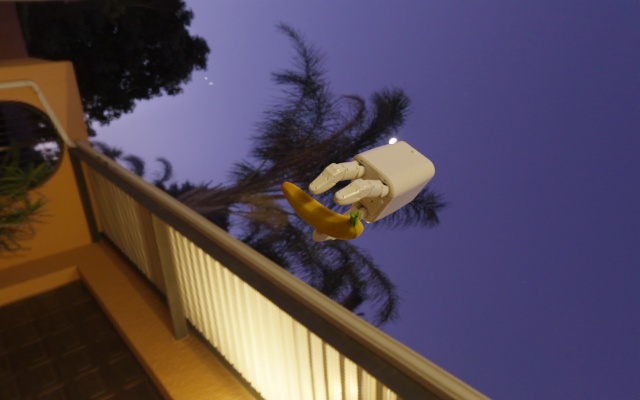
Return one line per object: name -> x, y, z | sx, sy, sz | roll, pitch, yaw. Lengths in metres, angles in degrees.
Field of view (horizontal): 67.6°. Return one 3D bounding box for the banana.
banana -> 0.006, 0.020, 0.735 | 0.037, 0.070, 0.197 | -27, 29, -29
